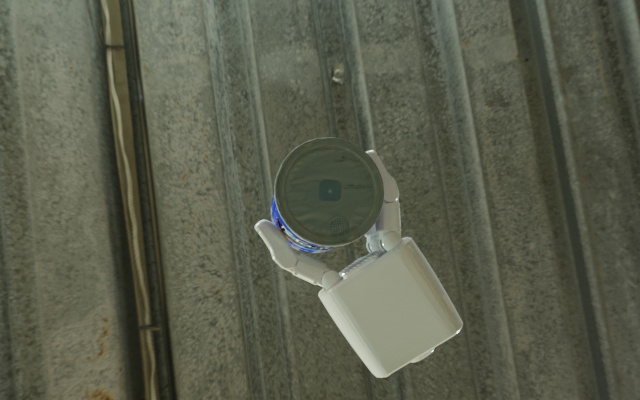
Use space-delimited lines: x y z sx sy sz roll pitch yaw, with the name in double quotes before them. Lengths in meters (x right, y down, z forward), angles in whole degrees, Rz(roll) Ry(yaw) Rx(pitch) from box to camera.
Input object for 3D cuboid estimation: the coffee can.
"coffee can" 0.000 0.002 0.507 0.103 0.103 0.140 0 -9 -8
